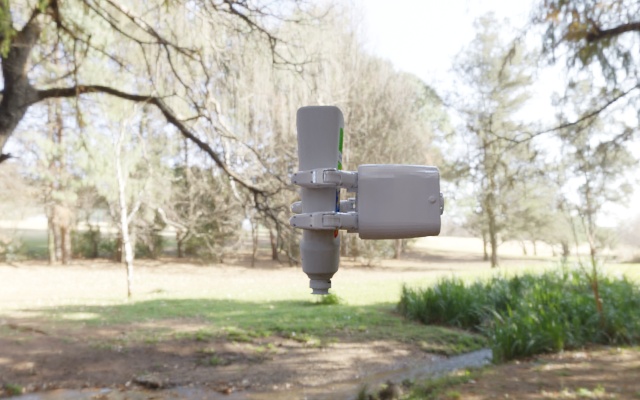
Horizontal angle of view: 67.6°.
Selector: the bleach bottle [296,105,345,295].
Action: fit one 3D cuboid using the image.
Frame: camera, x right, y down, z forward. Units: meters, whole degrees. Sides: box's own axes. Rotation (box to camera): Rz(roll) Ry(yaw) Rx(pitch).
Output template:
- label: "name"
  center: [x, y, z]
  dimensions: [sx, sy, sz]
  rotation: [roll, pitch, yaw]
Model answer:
- label: "bleach bottle"
  center: [0.000, 0.002, 0.664]
  dimensions: [0.068, 0.251, 0.102]
  rotation: [-1, -6, 5]
